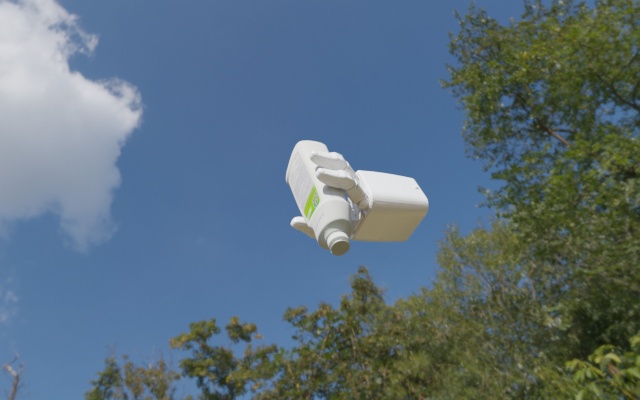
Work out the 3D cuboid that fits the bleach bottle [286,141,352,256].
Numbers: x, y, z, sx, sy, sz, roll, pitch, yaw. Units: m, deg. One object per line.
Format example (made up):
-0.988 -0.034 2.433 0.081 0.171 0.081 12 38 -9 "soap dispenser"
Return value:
0.000 0.002 0.772 0.068 0.103 0.250 5 33 -18 "bleach bottle"
